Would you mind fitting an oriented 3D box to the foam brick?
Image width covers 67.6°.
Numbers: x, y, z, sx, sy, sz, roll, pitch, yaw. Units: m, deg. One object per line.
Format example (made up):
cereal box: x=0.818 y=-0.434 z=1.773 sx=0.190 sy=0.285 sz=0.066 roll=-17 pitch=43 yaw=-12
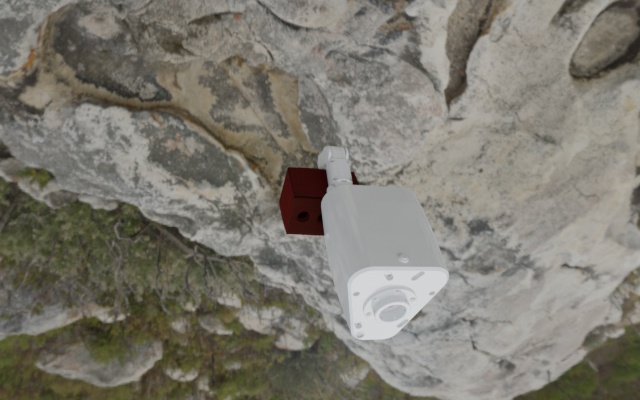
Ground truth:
foam brick: x=0.000 y=0.002 z=0.511 sx=0.078 sy=0.053 sz=0.051 roll=3 pitch=41 yaw=-15
